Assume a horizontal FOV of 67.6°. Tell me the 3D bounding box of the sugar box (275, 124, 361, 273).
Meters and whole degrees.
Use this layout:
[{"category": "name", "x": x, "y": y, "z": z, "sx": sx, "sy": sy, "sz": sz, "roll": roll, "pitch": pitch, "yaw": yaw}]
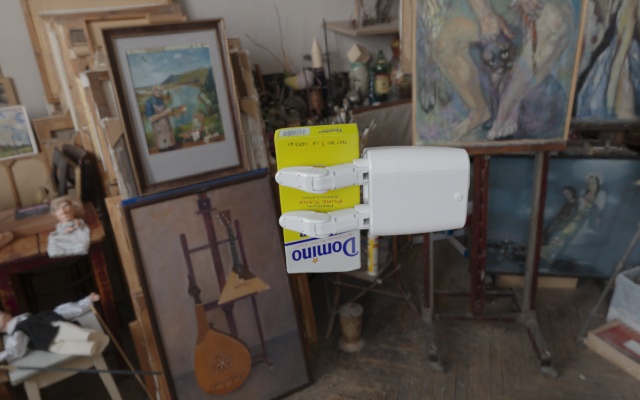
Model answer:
[{"category": "sugar box", "x": 0.000, "y": 0.002, "z": 0.560, "sx": 0.093, "sy": 0.176, "sz": 0.048, "roll": -3, "pitch": 24, "yaw": 2}]
